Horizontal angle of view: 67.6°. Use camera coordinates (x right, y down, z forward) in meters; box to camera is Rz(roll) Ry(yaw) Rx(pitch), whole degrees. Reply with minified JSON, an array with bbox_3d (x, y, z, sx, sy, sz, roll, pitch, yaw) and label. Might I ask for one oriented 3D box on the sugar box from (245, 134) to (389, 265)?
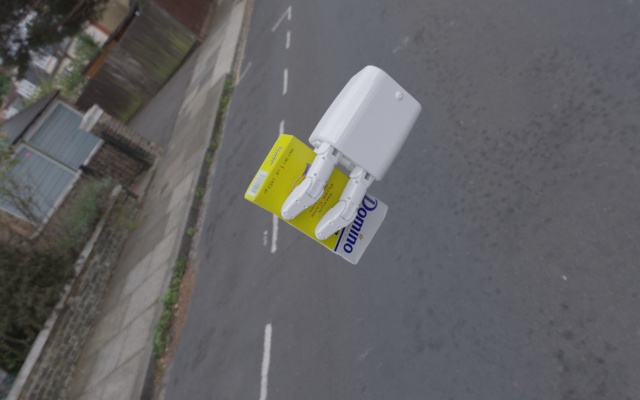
[{"bbox_3d":[0.000,0.002,0.612,0.176,0.093,0.048,33,-5,-26],"label":"sugar box"}]
